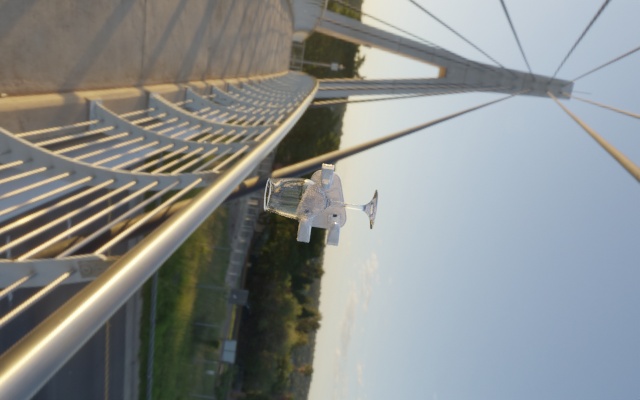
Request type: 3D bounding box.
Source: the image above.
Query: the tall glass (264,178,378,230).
[{"bbox_3d":[0.001,0.003,0.876,0.201,0.079,0.079,8,0,0],"label":"tall glass"}]
